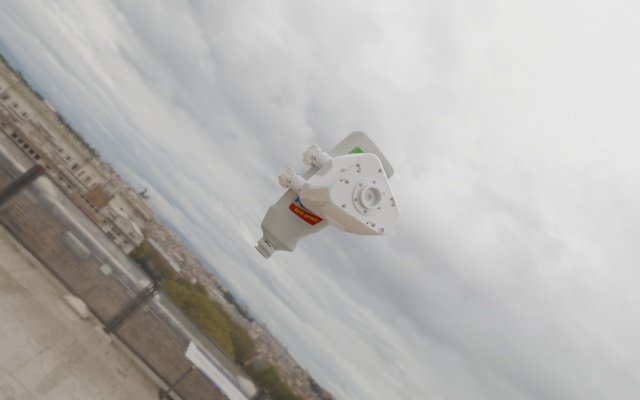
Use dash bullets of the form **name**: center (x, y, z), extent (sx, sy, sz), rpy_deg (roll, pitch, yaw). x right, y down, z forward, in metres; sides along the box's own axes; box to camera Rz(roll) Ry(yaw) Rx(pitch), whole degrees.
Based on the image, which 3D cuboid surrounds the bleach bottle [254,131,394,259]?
- **bleach bottle**: center (0.000, 0.002, 0.767), extent (0.251, 0.102, 0.068), rpy_deg (-44, 15, -16)
